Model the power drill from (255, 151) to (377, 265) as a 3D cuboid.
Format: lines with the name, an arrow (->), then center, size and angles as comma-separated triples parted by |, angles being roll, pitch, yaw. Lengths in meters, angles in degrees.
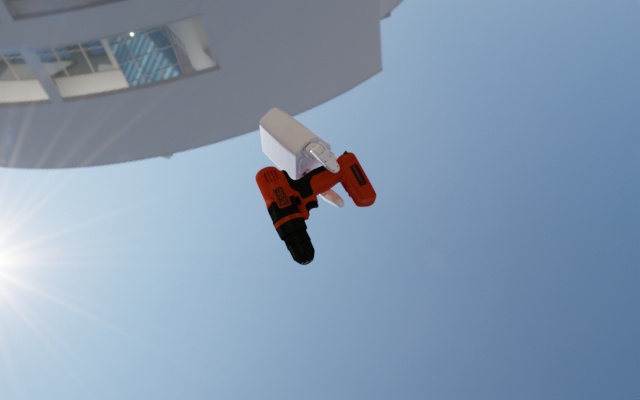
power drill -> 0.000, 0.002, 0.834 | 0.187, 0.184, 0.057 | -20, -16, -22
